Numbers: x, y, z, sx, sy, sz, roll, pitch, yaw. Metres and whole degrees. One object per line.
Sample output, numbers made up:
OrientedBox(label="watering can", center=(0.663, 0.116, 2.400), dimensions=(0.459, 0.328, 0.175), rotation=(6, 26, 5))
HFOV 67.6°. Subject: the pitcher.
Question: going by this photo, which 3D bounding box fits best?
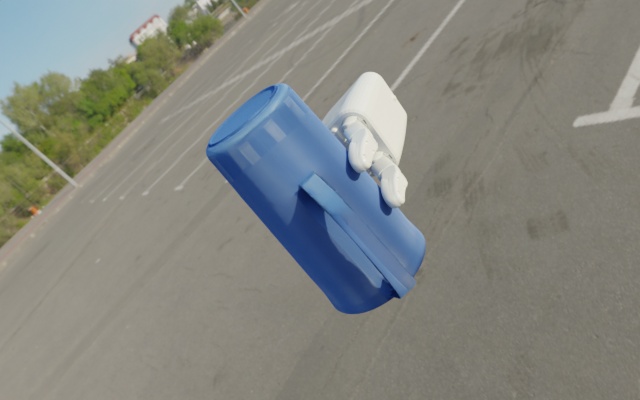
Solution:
OrientedBox(label="pitcher", center=(0.000, 0.002, 0.506), dimensions=(0.149, 0.243, 0.145), rotation=(-23, 29, 37))
